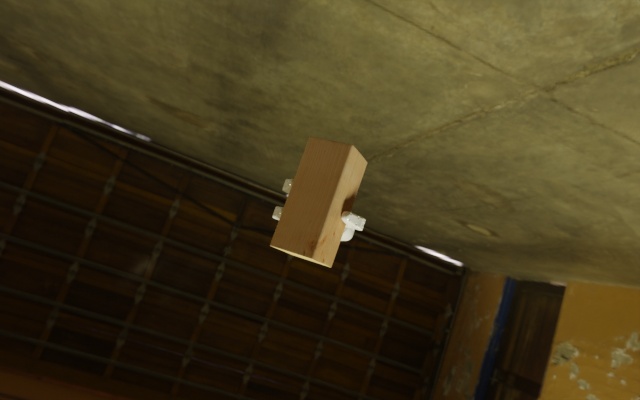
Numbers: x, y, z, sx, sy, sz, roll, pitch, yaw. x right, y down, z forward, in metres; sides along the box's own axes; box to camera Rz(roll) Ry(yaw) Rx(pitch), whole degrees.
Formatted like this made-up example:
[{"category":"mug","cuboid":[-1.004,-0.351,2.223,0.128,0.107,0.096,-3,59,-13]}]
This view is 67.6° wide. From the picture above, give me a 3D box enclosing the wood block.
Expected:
[{"category":"wood block","cuboid":[0.001,0.003,0.851,0.091,0.206,0.090,15,-10,26]}]
